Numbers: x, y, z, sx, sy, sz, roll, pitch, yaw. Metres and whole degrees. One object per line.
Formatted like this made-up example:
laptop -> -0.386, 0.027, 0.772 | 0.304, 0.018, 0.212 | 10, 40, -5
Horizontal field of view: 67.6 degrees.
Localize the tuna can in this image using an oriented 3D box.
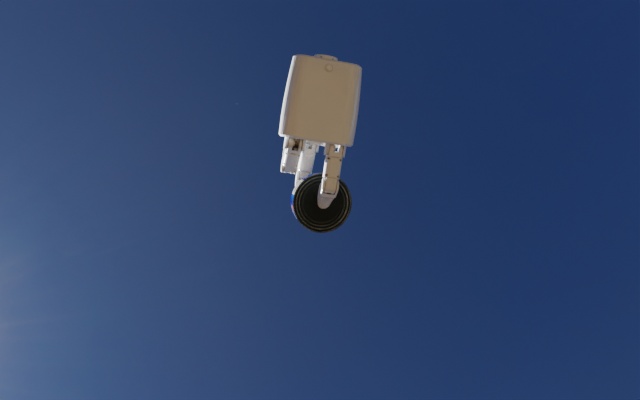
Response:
tuna can -> 0.000, 0.002, 0.695 | 0.086, 0.086, 0.033 | 0, 6, -11
